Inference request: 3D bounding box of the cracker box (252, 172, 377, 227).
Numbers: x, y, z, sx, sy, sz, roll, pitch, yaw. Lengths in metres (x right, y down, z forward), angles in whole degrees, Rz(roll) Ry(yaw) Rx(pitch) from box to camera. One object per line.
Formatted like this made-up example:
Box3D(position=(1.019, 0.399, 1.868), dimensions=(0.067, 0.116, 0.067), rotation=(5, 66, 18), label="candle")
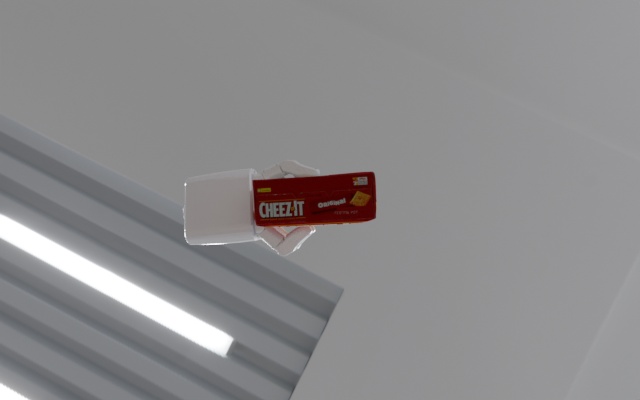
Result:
Box3D(position=(0.000, 0.002, 0.729), dimensions=(0.164, 0.072, 0.213), rotation=(-4, -1, 5), label="cracker box")
